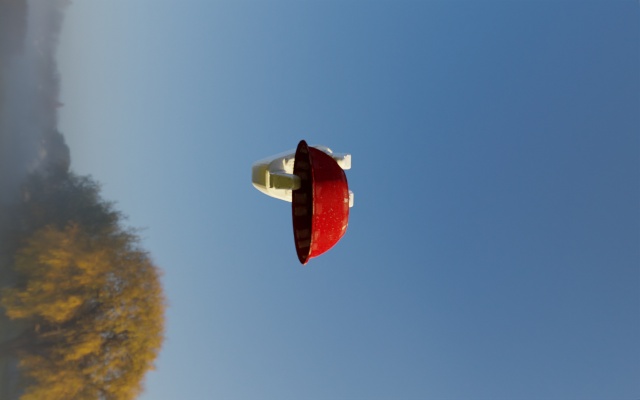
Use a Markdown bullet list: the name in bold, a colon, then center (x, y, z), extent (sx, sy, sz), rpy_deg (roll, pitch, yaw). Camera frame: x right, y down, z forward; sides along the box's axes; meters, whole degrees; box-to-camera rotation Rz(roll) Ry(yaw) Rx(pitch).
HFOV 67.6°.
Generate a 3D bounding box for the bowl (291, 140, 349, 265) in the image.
- **bowl**: center (0.001, 0.003, 0.623), extent (0.055, 0.162, 0.162), rpy_deg (0, 0, -11)
